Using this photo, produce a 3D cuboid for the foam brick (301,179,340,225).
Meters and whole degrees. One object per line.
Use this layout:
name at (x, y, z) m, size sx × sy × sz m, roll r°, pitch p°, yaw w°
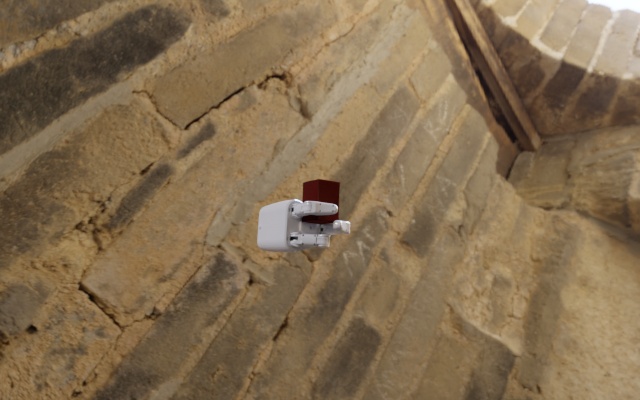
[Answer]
foam brick at (0.000, 0.003, 0.897) m, size 0.053 × 0.078 × 0.051 m, roll 10°, pitch -12°, yaw -37°
